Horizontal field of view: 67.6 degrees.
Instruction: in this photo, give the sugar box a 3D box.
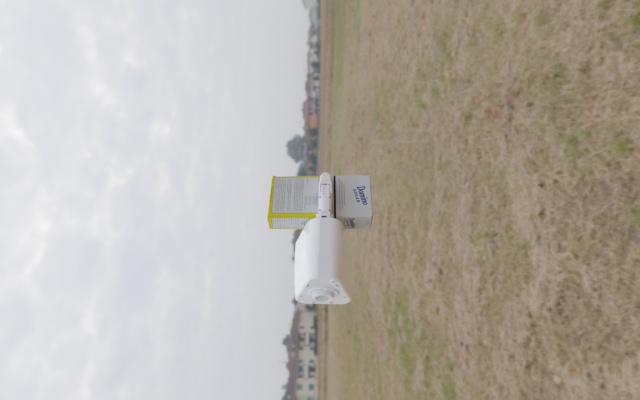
[{"bbox_3d":[0.000,0.003,0.831,0.176,0.093,0.048,2,-36,0],"label":"sugar box"}]
